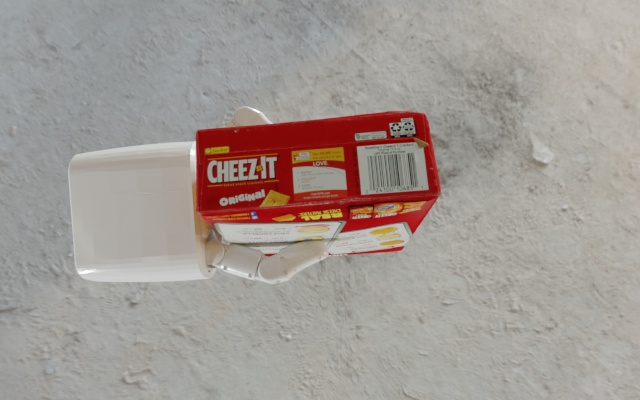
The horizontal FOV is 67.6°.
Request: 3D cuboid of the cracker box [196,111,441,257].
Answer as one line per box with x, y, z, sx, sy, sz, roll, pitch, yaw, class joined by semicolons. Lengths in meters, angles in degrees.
0.000;0.002;0.421;0.164;0.072;0.214;-5;-16;1;cracker box
